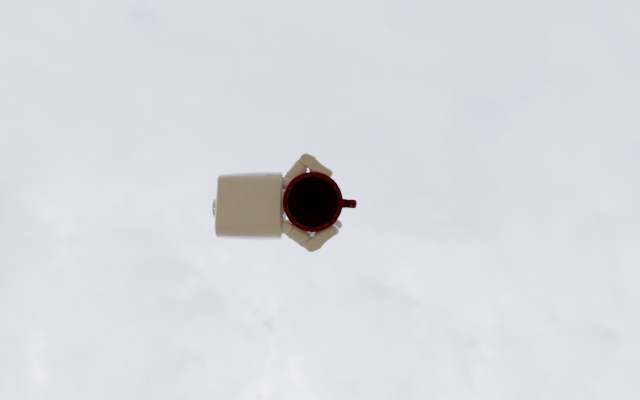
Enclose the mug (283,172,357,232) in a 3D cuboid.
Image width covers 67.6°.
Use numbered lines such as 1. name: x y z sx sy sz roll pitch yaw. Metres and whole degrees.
1. mug: 0.002 0.002 0.772 0.117 0.093 0.081 0 -1 0
